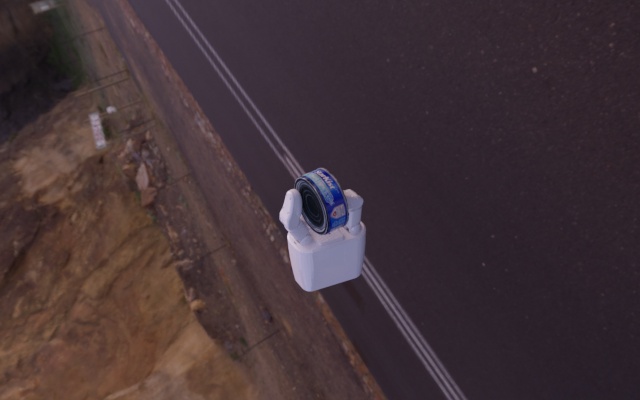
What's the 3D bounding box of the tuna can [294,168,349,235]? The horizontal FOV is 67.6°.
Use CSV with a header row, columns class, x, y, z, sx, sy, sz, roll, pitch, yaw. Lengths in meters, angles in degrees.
class,x,y,z,sx,sy,sz,roll,pitch,yaw
tuna can,0.000,0.002,0.636,0.033,0.086,0.086,-24,10,-24
